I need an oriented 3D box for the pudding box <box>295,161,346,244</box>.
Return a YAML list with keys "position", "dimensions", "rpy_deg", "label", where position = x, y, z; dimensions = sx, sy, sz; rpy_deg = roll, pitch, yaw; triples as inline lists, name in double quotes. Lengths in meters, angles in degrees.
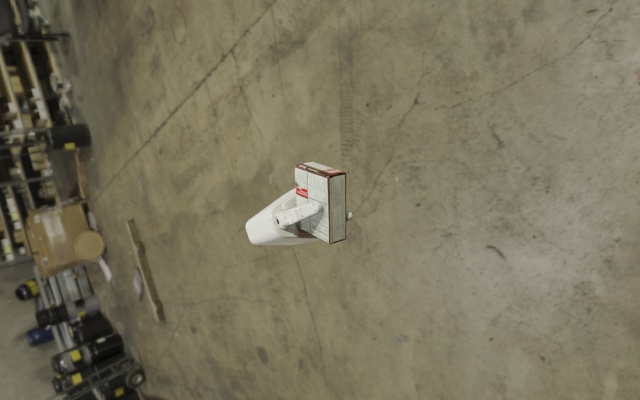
- position: [0.000, 0.002, 0.754]
  dimensions: [0.039, 0.113, 0.090]
  rpy_deg: [-17, 25, -35]
  label: "pudding box"
